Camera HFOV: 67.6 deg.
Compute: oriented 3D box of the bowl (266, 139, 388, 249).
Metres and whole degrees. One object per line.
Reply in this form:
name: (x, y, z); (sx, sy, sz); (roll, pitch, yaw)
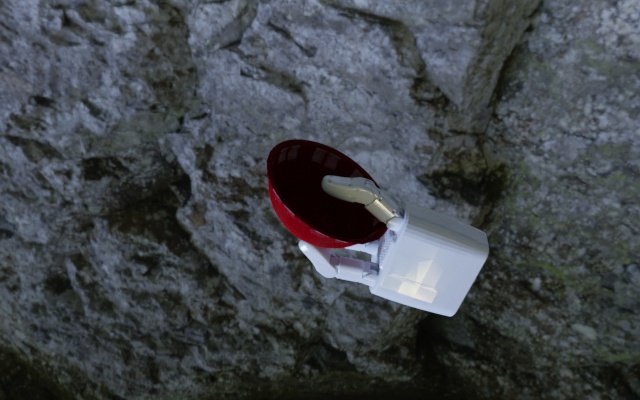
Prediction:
bowl: (-0.001, 0.001, 0.564); (0.162, 0.162, 0.055); (0, -41, -39)
